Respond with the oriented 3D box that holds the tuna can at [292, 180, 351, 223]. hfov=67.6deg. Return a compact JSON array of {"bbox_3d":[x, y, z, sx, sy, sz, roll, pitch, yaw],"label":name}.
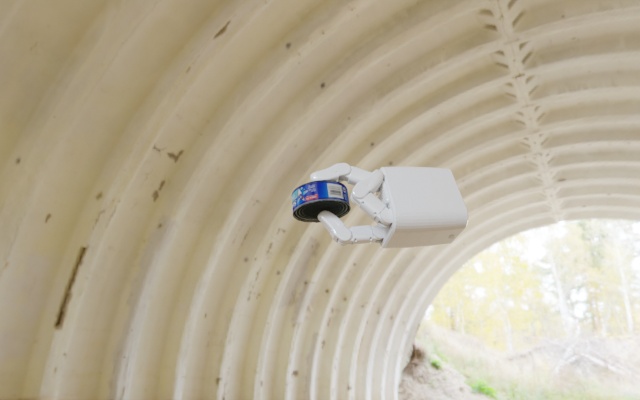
[{"bbox_3d":[0.000,0.002,0.707,0.086,0.033,0.086,-6,-23,-3],"label":"tuna can"}]
